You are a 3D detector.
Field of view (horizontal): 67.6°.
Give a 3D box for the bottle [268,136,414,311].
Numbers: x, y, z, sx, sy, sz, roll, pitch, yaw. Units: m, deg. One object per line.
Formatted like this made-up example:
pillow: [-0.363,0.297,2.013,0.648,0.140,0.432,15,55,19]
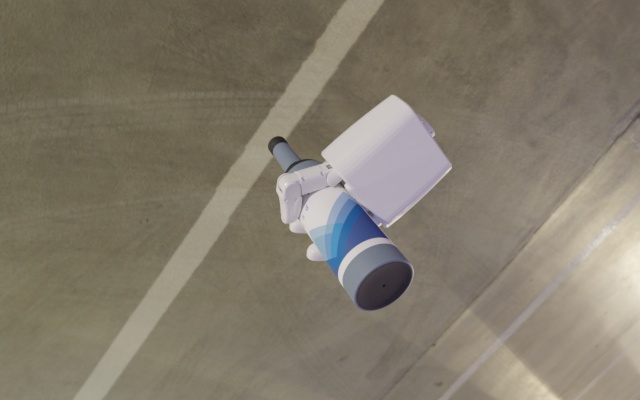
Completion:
bottle: [0.000,0.002,0.563,0.069,0.069,0.295,0,33,-30]
